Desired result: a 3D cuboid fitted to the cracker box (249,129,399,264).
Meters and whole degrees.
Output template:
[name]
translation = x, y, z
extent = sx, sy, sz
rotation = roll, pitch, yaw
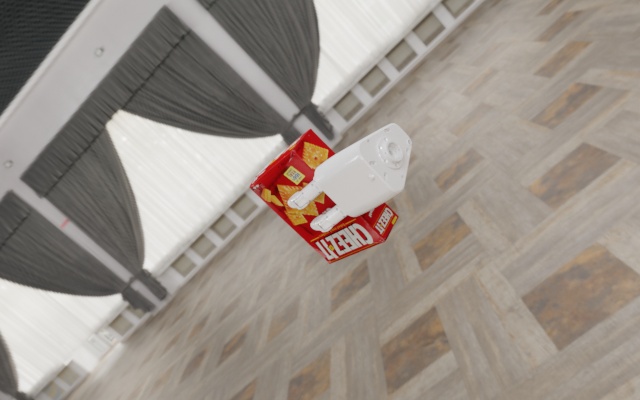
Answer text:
[cracker box]
translation = 0.000, 0.002, 0.825
extent = 0.164, 0.214, 0.072
rotation = -31, 19, 51
